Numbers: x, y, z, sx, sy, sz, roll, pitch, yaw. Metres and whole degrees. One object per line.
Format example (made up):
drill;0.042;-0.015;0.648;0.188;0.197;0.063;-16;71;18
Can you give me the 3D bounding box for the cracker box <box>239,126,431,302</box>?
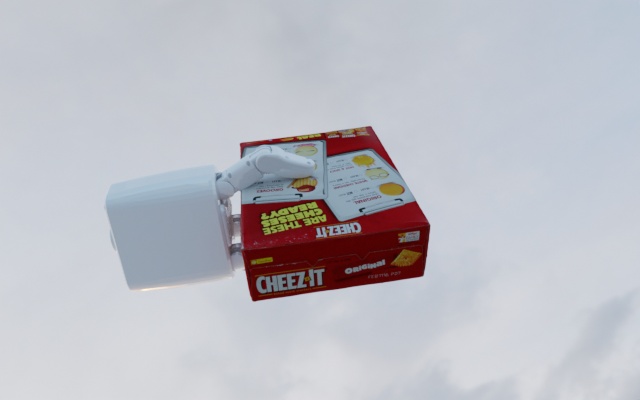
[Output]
cracker box;0.000;0.001;0.503;0.164;0.072;0.213;-8;33;-5
